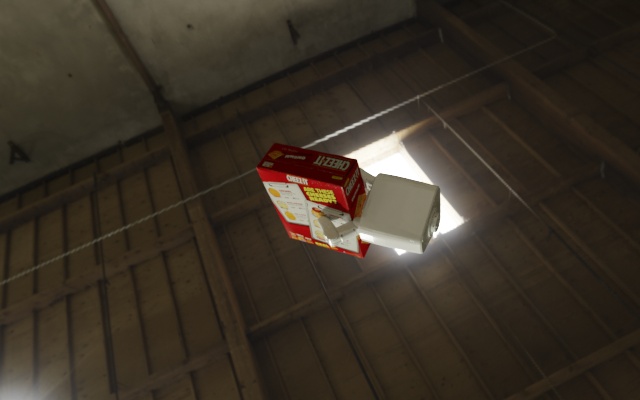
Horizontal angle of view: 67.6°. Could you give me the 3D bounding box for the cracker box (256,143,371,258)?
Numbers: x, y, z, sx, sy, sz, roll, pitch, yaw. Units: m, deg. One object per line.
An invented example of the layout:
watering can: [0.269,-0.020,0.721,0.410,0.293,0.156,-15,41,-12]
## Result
cracker box: [0.000,0.003,0.854,0.164,0.072,0.214,13,-33,25]
